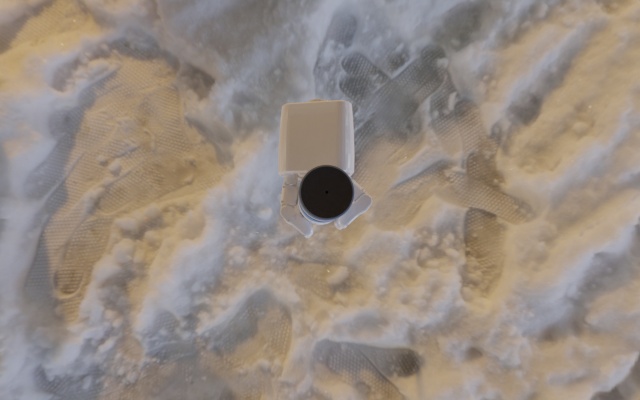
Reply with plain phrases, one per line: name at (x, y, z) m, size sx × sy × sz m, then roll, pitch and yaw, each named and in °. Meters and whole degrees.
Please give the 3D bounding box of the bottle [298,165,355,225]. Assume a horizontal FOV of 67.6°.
bottle at (0.000, 0.002, 0.711) m, size 0.069 × 0.069 × 0.296 m, roll 0°, pitch -5°, yaw -3°
